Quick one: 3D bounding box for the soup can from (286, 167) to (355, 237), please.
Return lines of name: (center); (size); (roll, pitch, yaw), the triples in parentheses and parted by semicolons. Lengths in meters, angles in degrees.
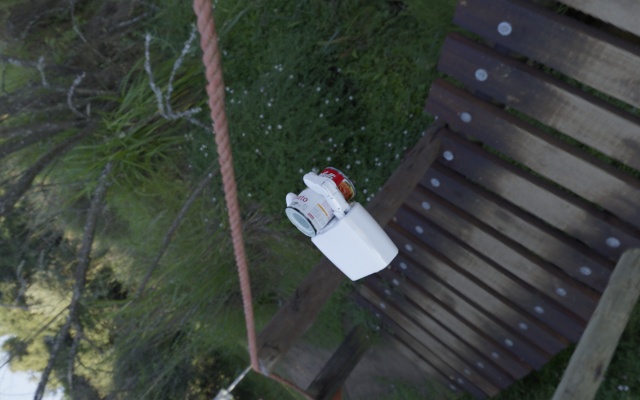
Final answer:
soup can: (0.000, 0.002, 0.794); (0.102, 0.068, 0.068); (-45, 20, -21)
